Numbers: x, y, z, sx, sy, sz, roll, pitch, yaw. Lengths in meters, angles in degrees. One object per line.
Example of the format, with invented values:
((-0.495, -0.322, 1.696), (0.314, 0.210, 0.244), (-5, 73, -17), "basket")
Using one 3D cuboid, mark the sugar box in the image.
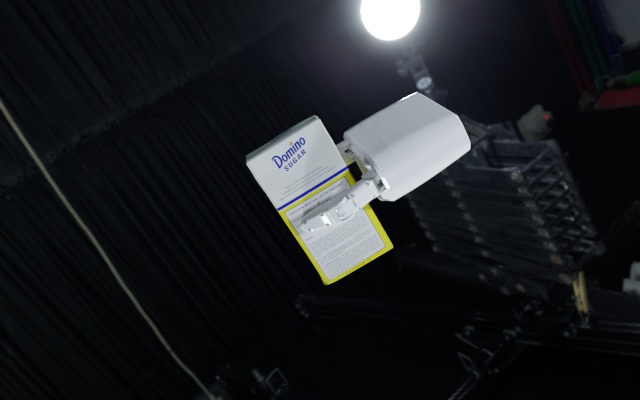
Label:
((0.000, 0.002, 0.545), (0.093, 0.176, 0.048), (-31, 17, 1), "sugar box")
